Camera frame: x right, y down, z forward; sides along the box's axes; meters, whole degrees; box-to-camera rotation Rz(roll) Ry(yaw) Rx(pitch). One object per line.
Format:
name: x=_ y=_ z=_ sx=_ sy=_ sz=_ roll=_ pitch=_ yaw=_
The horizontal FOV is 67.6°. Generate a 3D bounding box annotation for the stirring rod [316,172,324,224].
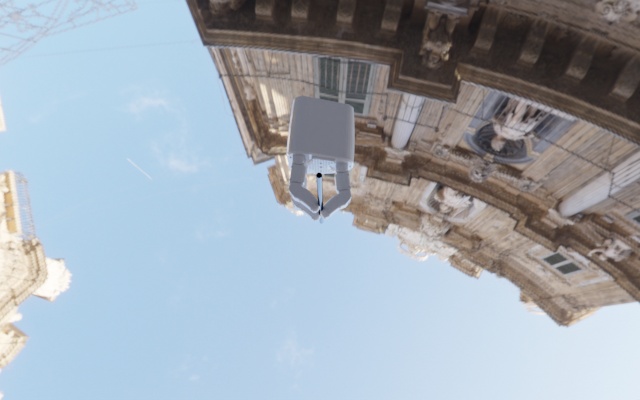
stirring rod: x=0.000 y=0.002 z=0.738 sx=0.011 sy=0.011 sz=0.240 roll=0 pitch=-17 yaw=1
